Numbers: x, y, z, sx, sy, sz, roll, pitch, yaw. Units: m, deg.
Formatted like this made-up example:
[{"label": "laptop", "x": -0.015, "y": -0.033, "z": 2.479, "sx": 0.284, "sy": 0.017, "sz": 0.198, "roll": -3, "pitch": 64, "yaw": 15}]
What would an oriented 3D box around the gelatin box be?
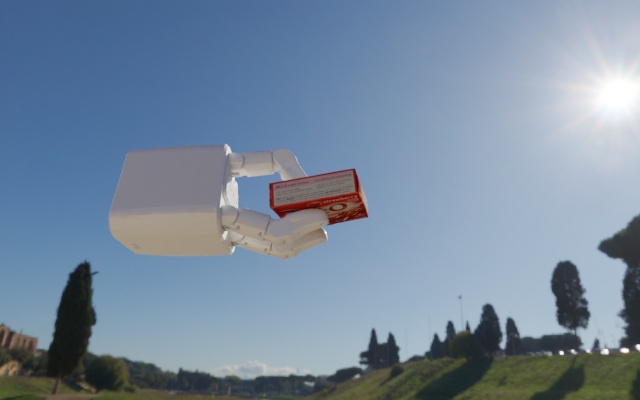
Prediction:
[{"label": "gelatin box", "x": 0.000, "y": 0.001, "z": 0.487, "sx": 0.089, "sy": 0.030, "sz": 0.073, "roll": -10, "pitch": -23, "yaw": 9}]
